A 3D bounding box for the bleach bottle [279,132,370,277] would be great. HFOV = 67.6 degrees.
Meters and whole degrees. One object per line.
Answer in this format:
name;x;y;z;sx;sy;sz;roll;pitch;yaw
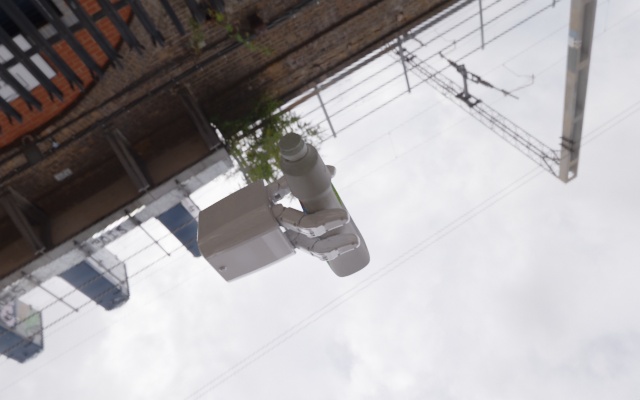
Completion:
bleach bottle;0.000;0.002;0.648;0.068;0.102;0.251;-27;-43;0
